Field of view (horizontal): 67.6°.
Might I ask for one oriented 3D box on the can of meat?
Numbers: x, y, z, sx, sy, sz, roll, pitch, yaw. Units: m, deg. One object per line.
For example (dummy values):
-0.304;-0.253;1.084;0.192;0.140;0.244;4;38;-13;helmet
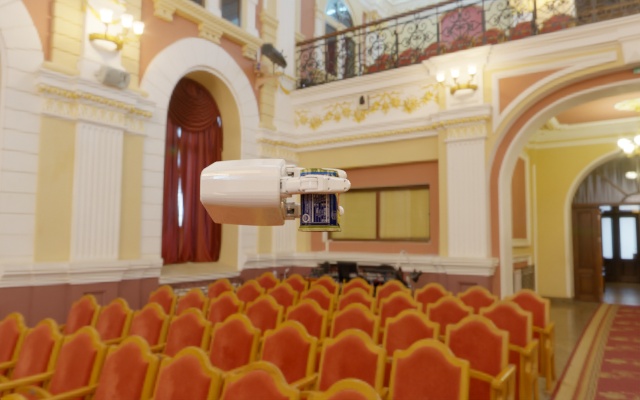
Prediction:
0.000;0.002;0.674;0.057;0.084;0.102;-1;-5;4;can of meat
